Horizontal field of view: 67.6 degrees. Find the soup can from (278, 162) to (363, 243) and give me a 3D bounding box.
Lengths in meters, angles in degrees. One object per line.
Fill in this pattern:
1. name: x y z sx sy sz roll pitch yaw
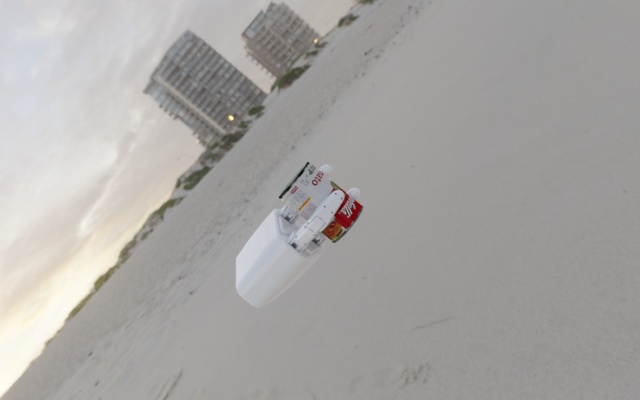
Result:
1. soup can: 0.000 0.002 0.672 0.102 0.068 0.068 39 -5 -7
